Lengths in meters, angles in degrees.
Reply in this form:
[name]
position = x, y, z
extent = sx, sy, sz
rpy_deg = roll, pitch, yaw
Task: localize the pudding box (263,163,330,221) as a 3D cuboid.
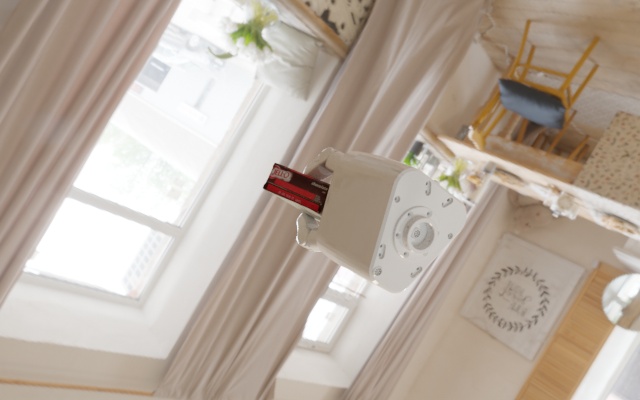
[pudding box]
position = 0.000, 0.002, 0.561
extent = 0.090, 0.039, 0.113
rpy_deg = 24, -6, 34
